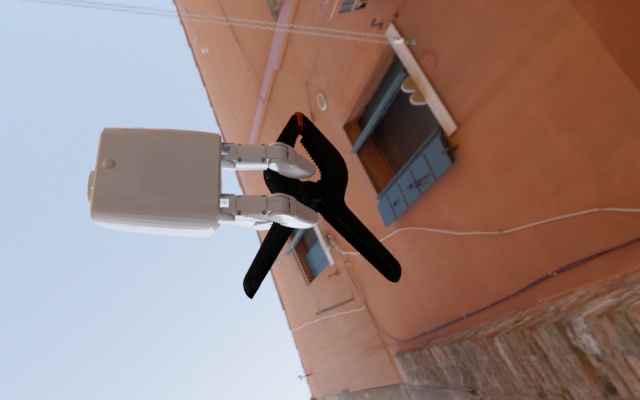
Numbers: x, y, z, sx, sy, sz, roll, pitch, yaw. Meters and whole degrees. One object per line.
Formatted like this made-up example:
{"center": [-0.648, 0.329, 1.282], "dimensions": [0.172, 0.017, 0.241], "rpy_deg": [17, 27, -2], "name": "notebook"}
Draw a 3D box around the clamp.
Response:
{"center": [0.000, 0.002, 0.512], "dimensions": [0.164, 0.210, 0.036], "rpy_deg": [4, -26, -17], "name": "clamp"}
